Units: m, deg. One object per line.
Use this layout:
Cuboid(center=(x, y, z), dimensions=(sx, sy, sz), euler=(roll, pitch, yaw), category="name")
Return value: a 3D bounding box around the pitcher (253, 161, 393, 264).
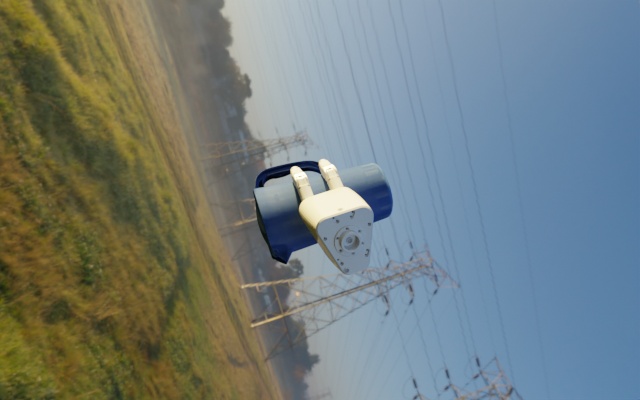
Cuboid(center=(0.000, 0.003, 0.884), dimensions=(0.243, 0.149, 0.145), euler=(-16, 19, -10), category="pitcher")
